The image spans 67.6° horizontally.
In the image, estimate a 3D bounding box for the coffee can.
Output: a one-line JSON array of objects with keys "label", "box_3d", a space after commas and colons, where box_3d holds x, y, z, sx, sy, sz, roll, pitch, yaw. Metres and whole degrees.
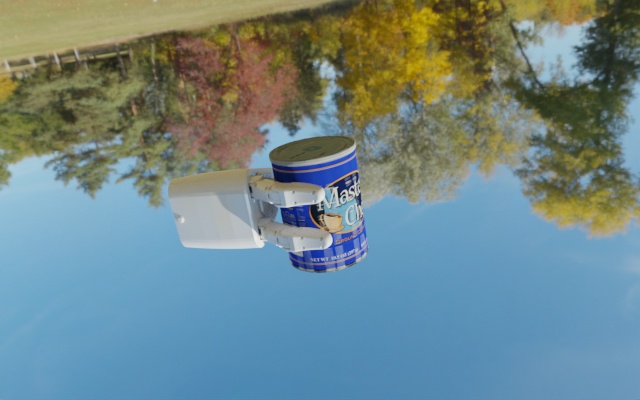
[{"label": "coffee can", "box_3d": [0.000, 0.002, 0.583, 0.103, 0.140, 0.102, -8, 20, 3]}]
